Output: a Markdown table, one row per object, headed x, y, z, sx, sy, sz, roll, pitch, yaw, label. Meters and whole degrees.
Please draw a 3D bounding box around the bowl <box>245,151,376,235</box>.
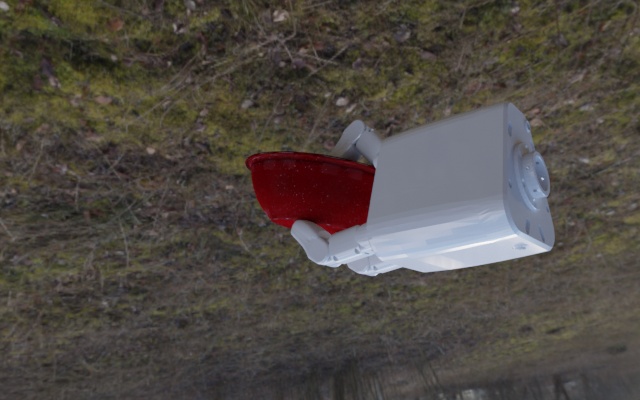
| x | y | z | sx | sy | sz | roll | pitch | yaw | label |
| --- | --- | --- | --- | --- | --- | --- | --- | --- | --- |
| -0.001 | 0.002 | 0.476 | 0.162 | 0.055 | 0.162 | 9 | -10 | 2 | bowl |
